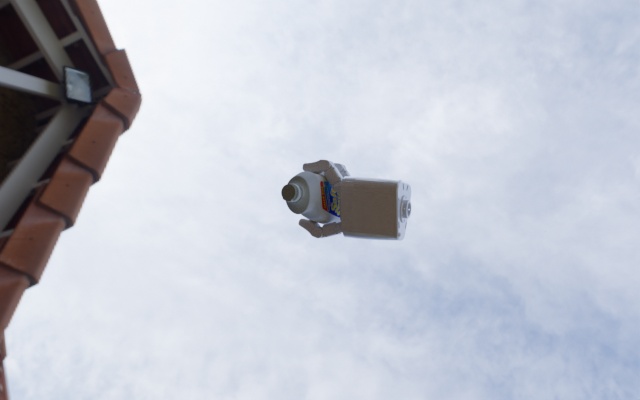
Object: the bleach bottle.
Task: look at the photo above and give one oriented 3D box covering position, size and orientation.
[{"bbox_3d":[0.000,0.003,0.898,0.068,0.102,0.251,3,-2,26],"label":"bleach bottle"}]
